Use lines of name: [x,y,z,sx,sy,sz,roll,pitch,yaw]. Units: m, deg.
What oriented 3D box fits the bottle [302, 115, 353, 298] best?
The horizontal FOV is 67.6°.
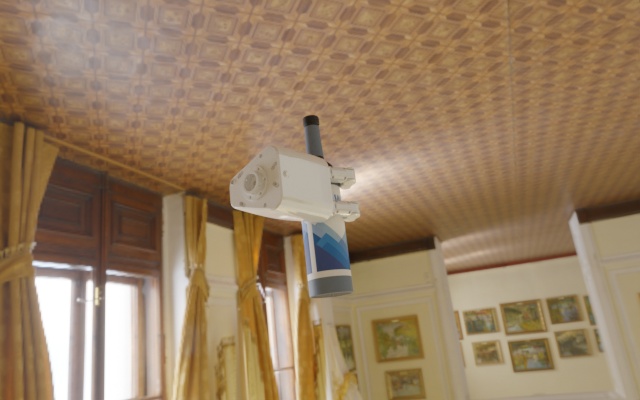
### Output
bottle: [0.000,0.003,0.760,0.069,0.295,0.069,-6,-16,-2]
